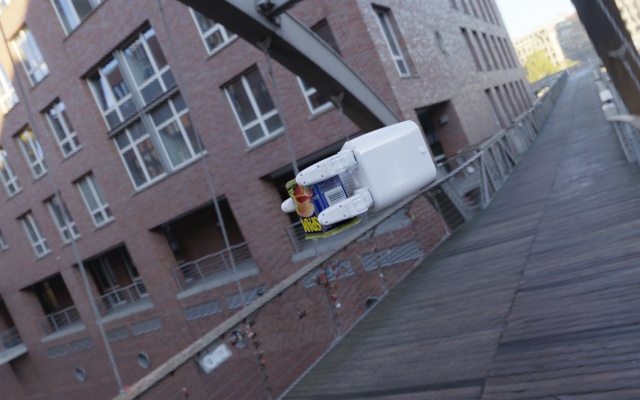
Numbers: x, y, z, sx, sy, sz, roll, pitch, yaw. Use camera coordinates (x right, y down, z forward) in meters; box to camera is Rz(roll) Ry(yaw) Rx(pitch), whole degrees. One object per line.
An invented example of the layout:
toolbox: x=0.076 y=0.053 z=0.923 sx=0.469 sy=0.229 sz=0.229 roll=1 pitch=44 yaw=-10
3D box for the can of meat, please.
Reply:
can of meat: x=0.000 y=0.002 z=0.639 sx=0.057 sy=0.084 sz=0.102 roll=-24 pitch=3 yaw=-20
